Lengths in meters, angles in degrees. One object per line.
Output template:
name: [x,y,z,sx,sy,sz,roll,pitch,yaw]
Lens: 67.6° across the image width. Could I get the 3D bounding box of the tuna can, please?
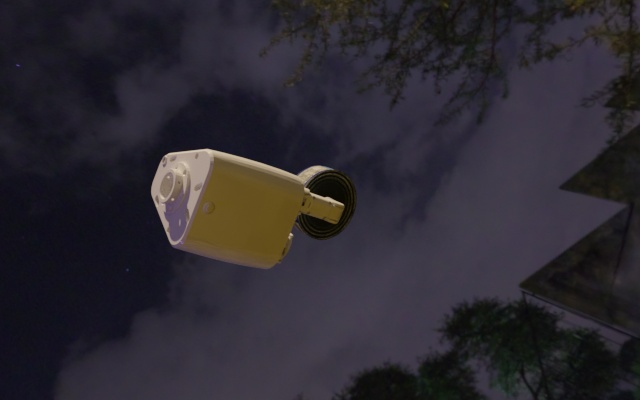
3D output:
tuna can: [0.000,0.002,0.574,0.086,0.086,0.033,0,14,-37]
